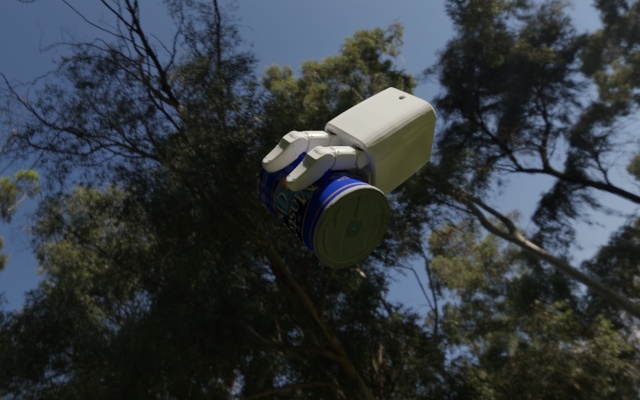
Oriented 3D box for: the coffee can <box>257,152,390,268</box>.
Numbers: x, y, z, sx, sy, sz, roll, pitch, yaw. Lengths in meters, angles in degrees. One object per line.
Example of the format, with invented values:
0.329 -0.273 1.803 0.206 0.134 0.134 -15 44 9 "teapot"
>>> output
0.000 0.002 0.577 0.103 0.103 0.140 0 26 -37 "coffee can"
